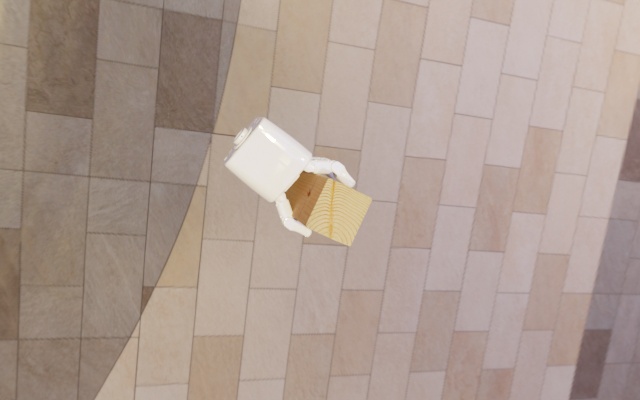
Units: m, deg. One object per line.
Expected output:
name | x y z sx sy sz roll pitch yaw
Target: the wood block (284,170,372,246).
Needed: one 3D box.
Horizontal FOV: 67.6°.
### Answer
wood block | 0.000 0.003 0.873 0.090 0.091 0.206 25 2 -20
